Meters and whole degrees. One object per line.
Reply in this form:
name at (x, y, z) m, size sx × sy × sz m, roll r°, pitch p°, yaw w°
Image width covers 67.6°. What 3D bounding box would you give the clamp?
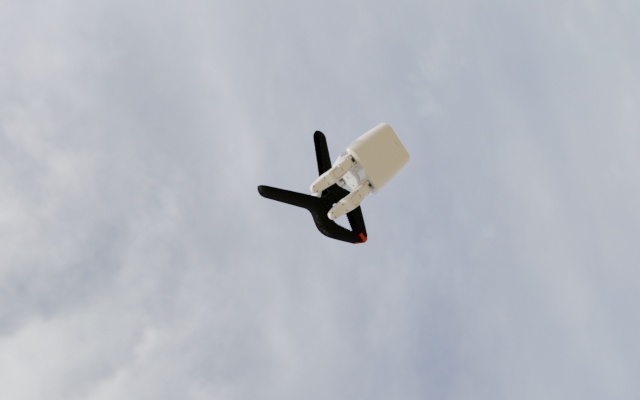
clamp at (0.000, 0.003, 0.833) m, size 0.164 × 0.210 × 0.036 m, roll -39°, pitch 9°, yaw -25°
